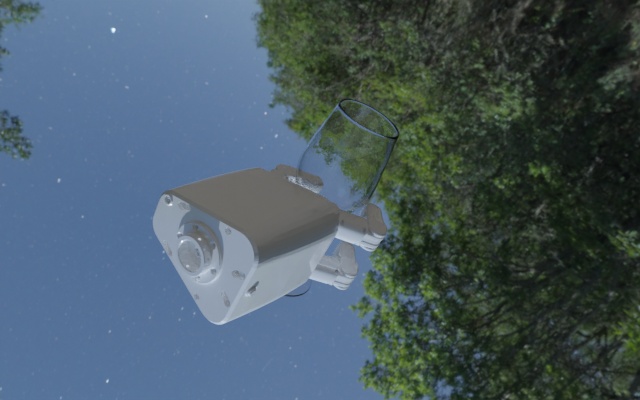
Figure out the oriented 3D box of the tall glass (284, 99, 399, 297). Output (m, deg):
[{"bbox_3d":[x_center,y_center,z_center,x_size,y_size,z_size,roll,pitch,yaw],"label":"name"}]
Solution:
[{"bbox_3d":[0.000,0.002,0.473,0.079,0.201,0.079,23,30,-14],"label":"tall glass"}]
